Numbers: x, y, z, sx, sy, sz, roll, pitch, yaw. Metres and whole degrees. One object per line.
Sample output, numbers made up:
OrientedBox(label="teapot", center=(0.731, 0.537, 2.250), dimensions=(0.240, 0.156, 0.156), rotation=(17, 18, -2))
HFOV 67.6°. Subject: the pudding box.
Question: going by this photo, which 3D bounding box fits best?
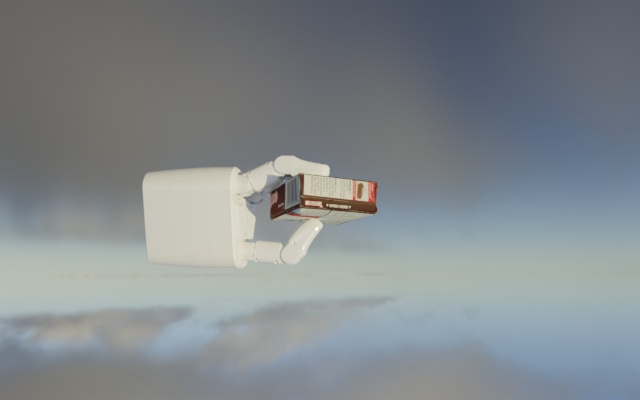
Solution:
OrientedBox(label="pudding box", center=(0.000, 0.002, 0.536), dimensions=(0.090, 0.039, 0.113), rotation=(5, -9, -21))
